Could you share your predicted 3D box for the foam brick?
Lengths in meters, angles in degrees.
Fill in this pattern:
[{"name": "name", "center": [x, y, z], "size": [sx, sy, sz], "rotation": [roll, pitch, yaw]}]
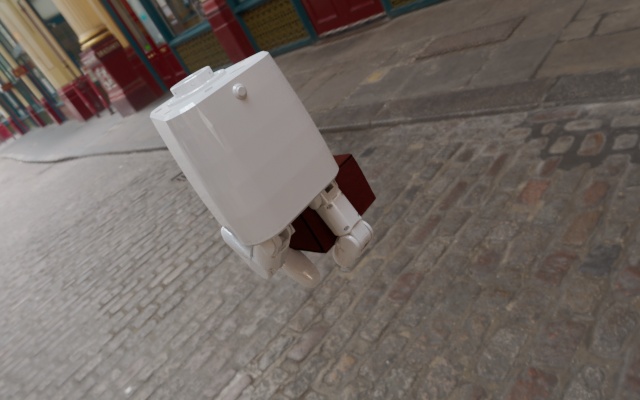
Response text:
[{"name": "foam brick", "center": [0.000, 0.001, 0.421], "size": [0.053, 0.051, 0.078], "rotation": [-1, 37, 51]}]
